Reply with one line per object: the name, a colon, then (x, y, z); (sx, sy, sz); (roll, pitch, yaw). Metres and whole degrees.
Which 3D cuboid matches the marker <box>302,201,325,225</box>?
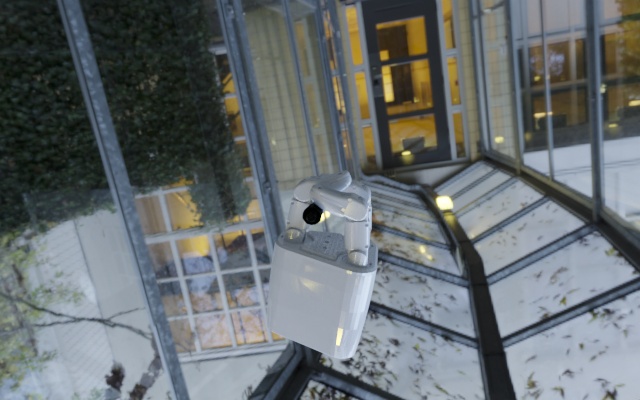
marker: (0.000, 0.002, 0.513); (0.020, 0.020, 0.121); (0, 15, 9)
